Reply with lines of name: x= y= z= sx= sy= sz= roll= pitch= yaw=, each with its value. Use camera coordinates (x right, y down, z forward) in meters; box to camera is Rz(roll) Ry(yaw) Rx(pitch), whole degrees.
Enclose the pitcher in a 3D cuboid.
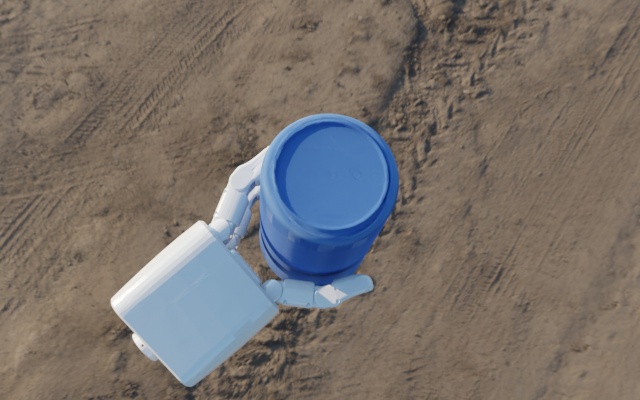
pitcher: x=0.000 y=0.002 z=0.477 sx=0.145 sy=0.149 sz=0.243 roll=-39 pitch=-9 yaw=-13
